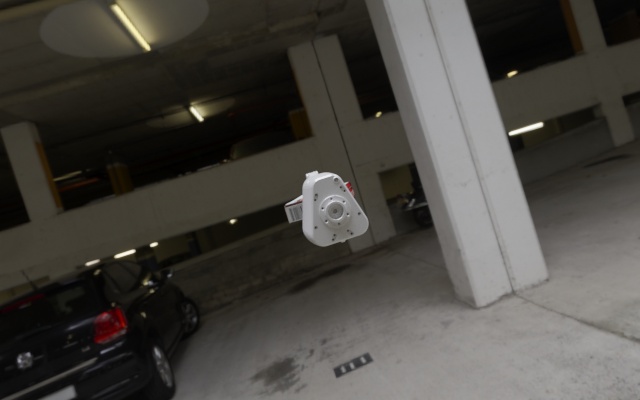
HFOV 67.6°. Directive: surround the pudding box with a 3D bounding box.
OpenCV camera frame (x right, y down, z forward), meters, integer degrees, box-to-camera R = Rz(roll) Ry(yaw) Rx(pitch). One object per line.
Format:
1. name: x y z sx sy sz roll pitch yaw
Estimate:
1. pudding box: 0.000 0.003 0.900 0.113 0.039 0.090 -14 7 22
